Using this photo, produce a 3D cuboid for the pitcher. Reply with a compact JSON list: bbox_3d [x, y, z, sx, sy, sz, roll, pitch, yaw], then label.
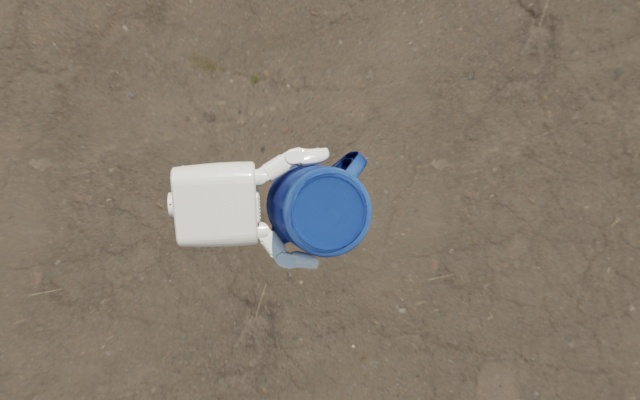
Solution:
[{"bbox_3d":[0.000,0.002,0.672,0.145,0.149,0.243,-1,2,-8],"label":"pitcher"}]
